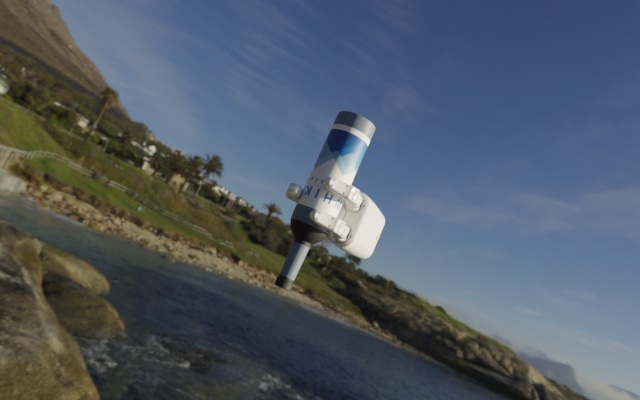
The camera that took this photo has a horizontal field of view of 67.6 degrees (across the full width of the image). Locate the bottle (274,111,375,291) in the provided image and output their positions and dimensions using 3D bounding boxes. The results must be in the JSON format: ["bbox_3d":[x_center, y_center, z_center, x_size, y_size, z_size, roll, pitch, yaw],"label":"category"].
[{"bbox_3d":[0.000,0.002,0.760,0.069,0.295,0.069,24,-9,4],"label":"bottle"}]
